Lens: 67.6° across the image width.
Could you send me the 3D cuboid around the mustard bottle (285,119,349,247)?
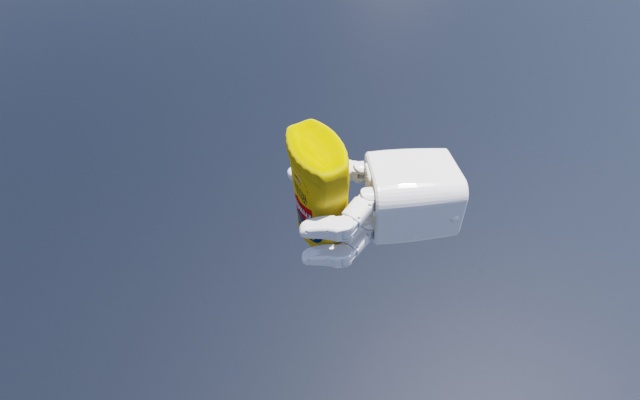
[{"bbox_3d":[0.000,0.002,0.580,0.058,0.096,0.192,-24,-38,-16],"label":"mustard bottle"}]
